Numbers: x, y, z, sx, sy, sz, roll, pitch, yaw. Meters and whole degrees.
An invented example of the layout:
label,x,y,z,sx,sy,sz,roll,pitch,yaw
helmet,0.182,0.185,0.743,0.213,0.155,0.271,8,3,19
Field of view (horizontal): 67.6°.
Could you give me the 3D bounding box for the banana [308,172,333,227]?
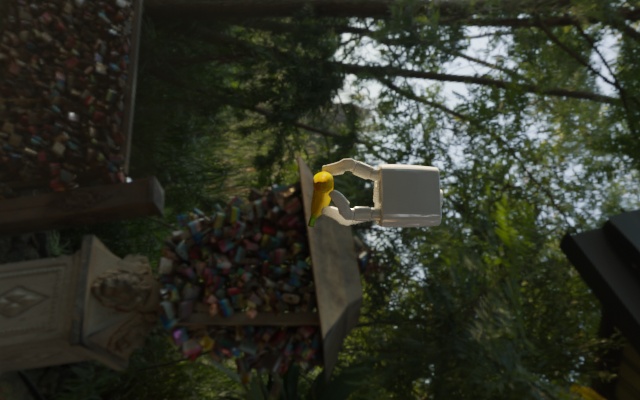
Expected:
label,x,y,z,sx,sy,sz,roll,pitch,yaw
banana,0.003,-0.013,0.871,0.037,0.069,0.198,10,-23,1
